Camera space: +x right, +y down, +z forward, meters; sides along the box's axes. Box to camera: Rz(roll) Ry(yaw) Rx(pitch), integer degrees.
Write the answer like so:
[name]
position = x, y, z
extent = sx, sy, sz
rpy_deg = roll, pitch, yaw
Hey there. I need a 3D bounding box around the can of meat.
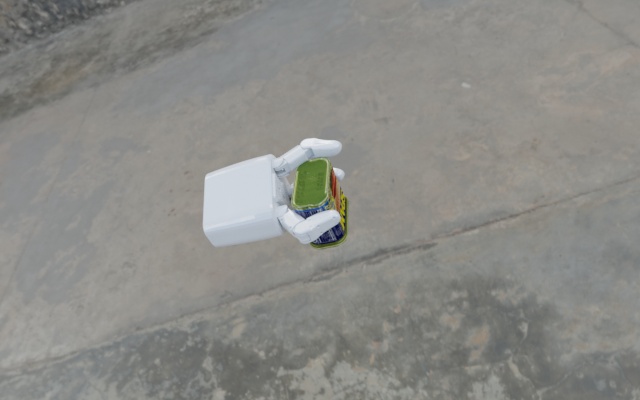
[can of meat]
position = 0.000, 0.002, 0.666
extent = 0.057, 0.102, 0.084
rpy_deg = -11, -47, 15
